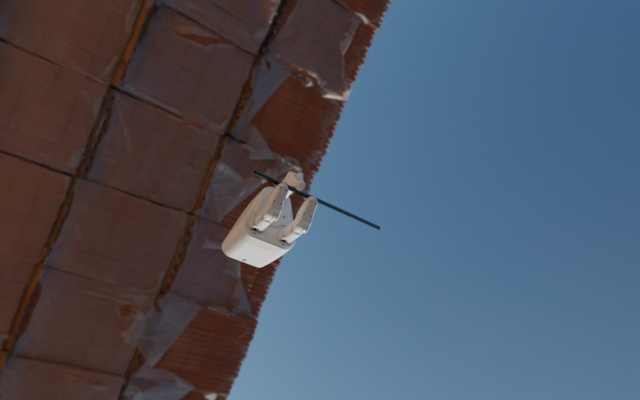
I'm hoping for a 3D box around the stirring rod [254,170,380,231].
[{"bbox_3d":[0.000,0.002,0.777,0.239,0.011,0.011,24,-10,-23],"label":"stirring rod"}]
